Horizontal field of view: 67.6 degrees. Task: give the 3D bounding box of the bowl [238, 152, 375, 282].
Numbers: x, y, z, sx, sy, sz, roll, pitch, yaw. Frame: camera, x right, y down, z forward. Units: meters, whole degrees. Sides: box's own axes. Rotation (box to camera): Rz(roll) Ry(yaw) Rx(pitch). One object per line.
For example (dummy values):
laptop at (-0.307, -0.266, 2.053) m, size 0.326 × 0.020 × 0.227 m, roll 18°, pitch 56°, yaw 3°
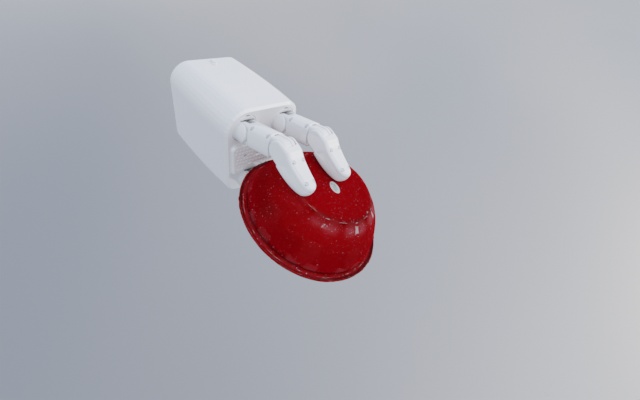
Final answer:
bowl at (0.001, 0.002, 0.498) m, size 0.162 × 0.162 × 0.055 m, roll 0°, pitch -36°, yaw -36°
